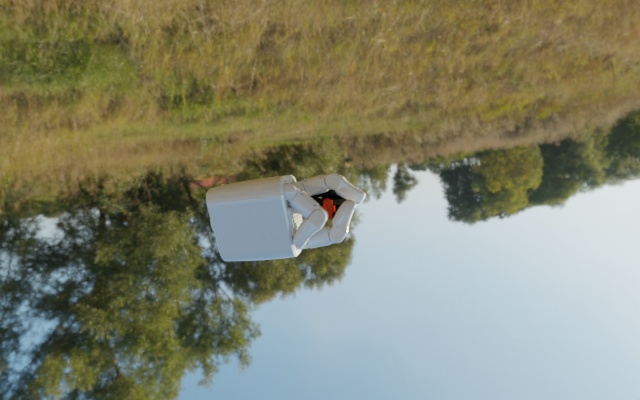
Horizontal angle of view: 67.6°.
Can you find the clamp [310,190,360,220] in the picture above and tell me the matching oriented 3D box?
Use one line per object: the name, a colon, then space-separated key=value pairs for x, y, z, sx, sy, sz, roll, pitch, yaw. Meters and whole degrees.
clamp: x=0.000 y=0.003 z=0.724 sx=0.120 sy=0.039 sz=0.171 roll=-7 pitch=4 yaw=9
